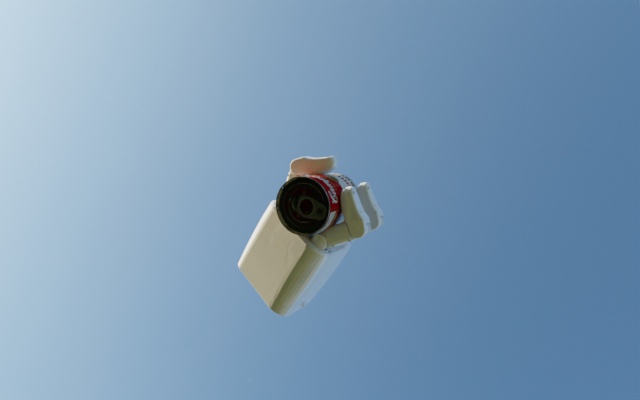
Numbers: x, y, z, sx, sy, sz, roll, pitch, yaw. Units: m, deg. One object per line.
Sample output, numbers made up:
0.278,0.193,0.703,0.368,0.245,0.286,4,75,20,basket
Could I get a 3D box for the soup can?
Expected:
0.000,0.001,0.581,0.068,0.068,0.102,0,5,25,soup can
